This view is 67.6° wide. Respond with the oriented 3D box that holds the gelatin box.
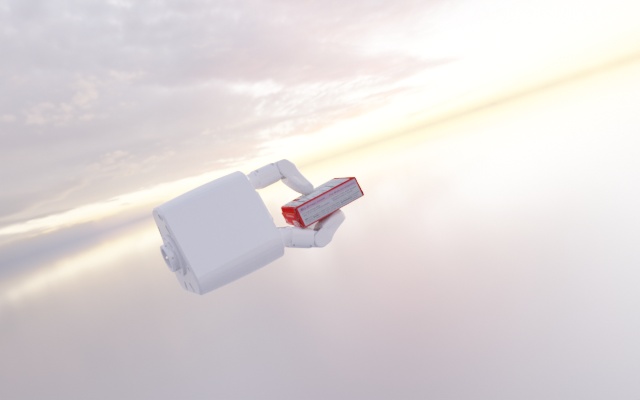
[{"bbox_3d":[0.000,0.001,0.597,0.089,0.030,0.073,-29,10,-15],"label":"gelatin box"}]
